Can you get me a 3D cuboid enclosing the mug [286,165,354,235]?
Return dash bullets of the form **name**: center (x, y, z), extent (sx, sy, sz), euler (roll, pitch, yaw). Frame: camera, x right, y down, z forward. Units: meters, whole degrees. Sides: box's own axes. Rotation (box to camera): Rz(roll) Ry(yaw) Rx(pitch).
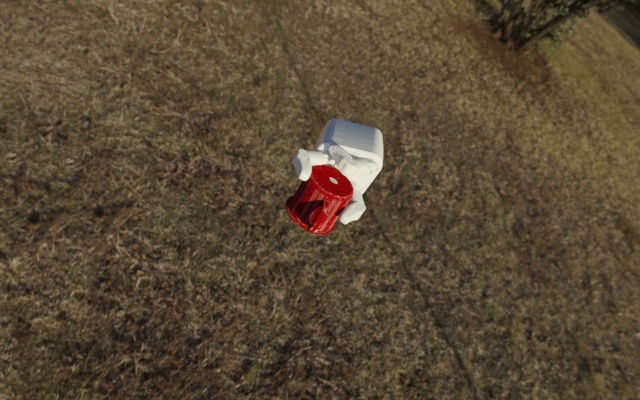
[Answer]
- **mug**: center (0.000, 0.003, 0.772), extent (0.093, 0.081, 0.117), euler (26, 35, -10)
